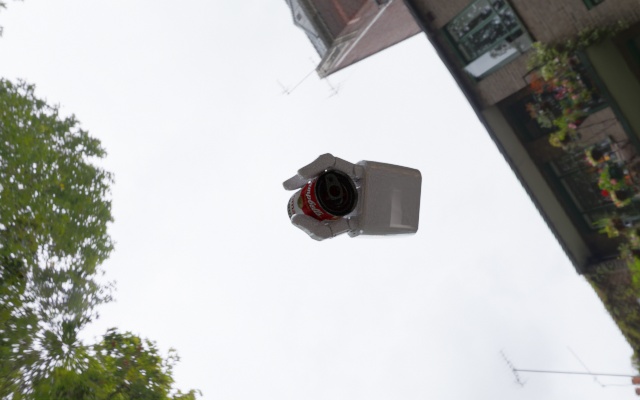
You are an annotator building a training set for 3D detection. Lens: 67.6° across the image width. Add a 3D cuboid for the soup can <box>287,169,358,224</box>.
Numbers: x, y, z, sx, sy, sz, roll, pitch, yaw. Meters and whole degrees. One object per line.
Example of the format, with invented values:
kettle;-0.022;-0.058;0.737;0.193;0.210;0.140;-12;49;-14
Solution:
soup can;0.000;0.002;0.698;0.068;0.068;0.102;0;-15;-28
